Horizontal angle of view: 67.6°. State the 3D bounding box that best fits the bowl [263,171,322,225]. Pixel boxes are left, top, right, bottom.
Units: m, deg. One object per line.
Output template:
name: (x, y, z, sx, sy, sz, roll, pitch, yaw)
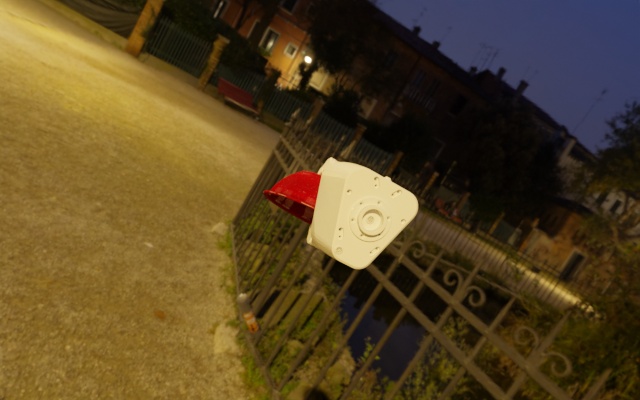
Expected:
bowl: (0.000, 0.002, 0.701, 0.162, 0.055, 0.162, 25, -11, 5)
